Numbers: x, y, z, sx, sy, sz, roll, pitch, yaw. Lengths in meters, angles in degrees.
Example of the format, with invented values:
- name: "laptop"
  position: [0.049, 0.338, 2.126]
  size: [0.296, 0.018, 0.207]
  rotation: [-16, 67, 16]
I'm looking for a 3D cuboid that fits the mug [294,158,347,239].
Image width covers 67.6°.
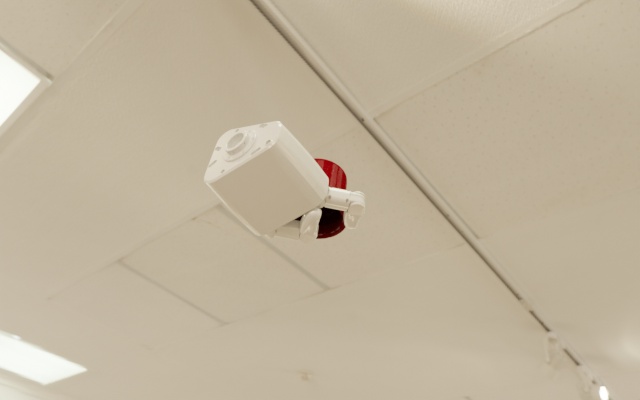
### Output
- name: "mug"
  position: [0.001, 0.003, 0.684]
  size: [0.093, 0.081, 0.117]
  rotation: [-14, -45, 24]
